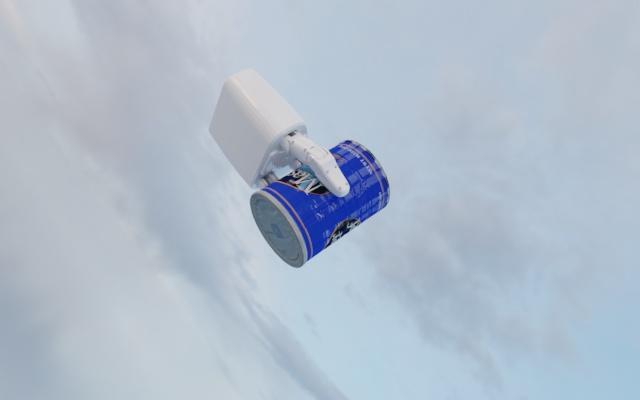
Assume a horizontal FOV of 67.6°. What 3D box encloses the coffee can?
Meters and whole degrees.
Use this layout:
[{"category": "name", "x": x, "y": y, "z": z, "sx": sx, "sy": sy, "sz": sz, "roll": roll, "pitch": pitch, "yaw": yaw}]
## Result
[{"category": "coffee can", "x": 0.000, "y": 0.002, "z": 0.586, "sx": 0.140, "sy": 0.103, "sz": 0.103, "roll": -33, "pitch": 16, "yaw": -26}]
